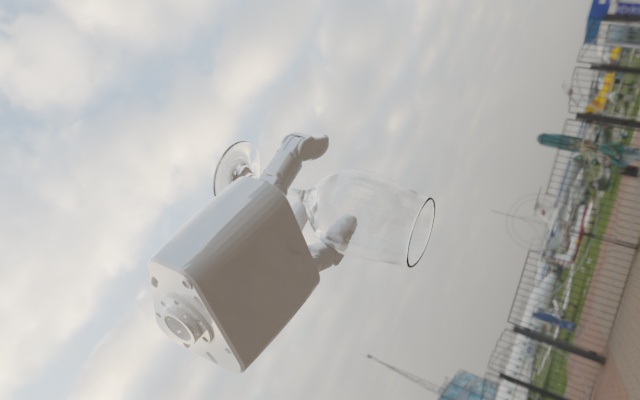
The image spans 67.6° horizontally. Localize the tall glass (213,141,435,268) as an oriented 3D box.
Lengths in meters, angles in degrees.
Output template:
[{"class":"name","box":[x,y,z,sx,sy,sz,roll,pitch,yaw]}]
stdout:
[{"class":"tall glass","box":[0.000,0.001,0.445,0.201,0.079,0.079,17,8,26]}]
